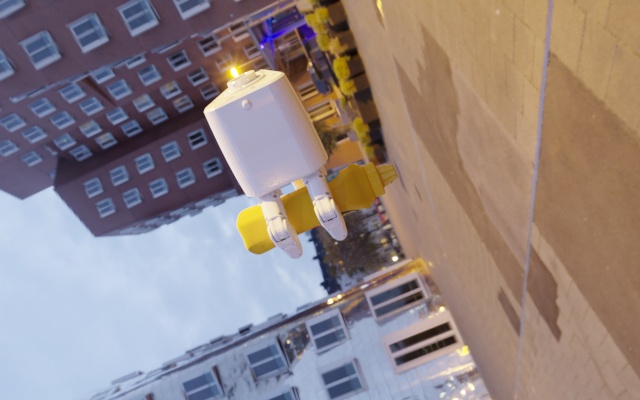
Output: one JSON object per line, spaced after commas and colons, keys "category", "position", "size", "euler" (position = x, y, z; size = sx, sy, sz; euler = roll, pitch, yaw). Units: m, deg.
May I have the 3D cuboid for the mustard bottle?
{"category": "mustard bottle", "position": [0.000, 0.002, 0.571], "size": [0.191, 0.058, 0.096], "euler": [-24, 0, 6]}
